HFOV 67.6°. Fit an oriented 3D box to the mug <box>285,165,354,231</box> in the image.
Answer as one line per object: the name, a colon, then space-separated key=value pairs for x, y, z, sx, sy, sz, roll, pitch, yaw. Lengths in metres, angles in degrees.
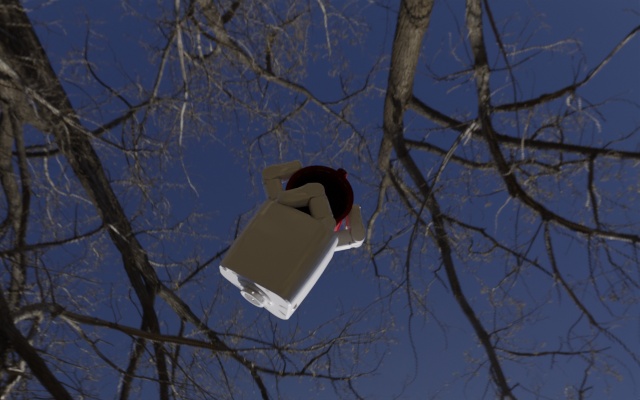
mug: x=0.001 y=0.001 z=0.678 sx=0.093 sy=0.117 sz=0.081 roll=32 pitch=-28 yaw=9
